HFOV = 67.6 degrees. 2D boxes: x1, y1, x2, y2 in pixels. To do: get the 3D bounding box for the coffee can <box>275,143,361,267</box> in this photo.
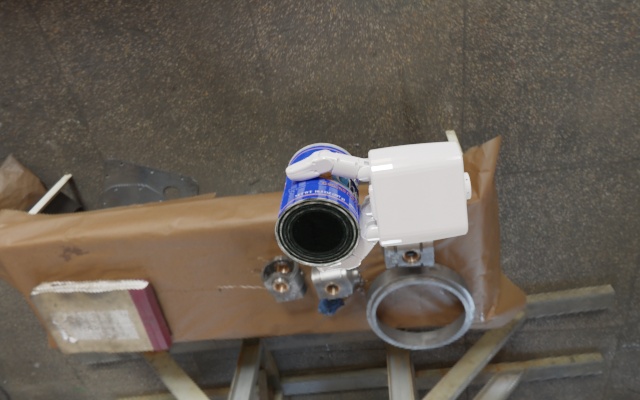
[{"bbox_3d":[0.000,0.002,0.624,0.103,0.103,0.140,0,34,4],"label":"coffee can"}]
